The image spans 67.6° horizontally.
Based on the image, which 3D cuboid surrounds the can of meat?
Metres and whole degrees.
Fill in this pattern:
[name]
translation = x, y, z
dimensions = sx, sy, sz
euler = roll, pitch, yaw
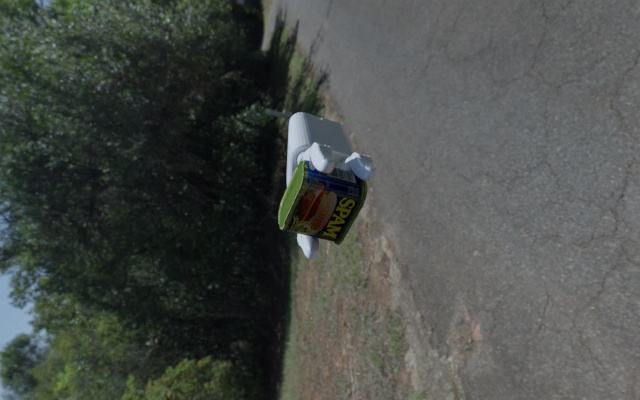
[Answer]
[can of meat]
translation = 0.000, 0.002, 0.612
dimensions = 0.084, 0.102, 0.057
euler = 14, 37, -17
